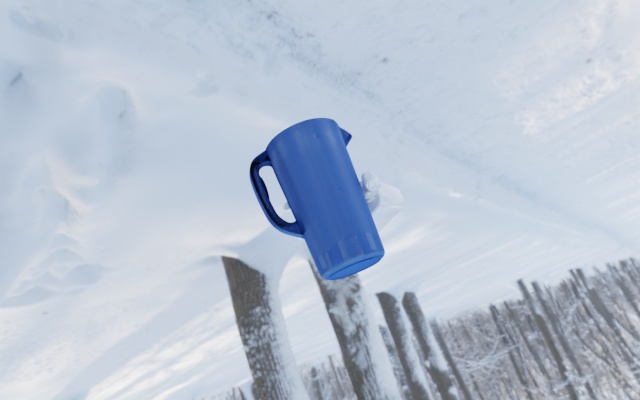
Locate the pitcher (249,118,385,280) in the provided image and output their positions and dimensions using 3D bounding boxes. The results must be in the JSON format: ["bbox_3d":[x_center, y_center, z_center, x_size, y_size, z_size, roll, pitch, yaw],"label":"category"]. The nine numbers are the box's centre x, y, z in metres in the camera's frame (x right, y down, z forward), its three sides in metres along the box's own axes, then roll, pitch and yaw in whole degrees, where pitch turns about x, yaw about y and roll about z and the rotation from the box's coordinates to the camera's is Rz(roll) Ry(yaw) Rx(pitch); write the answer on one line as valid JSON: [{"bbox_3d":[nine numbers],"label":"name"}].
[{"bbox_3d":[0.000,0.003,0.770,0.149,0.242,0.145,-32,-20,27],"label":"pitcher"}]
